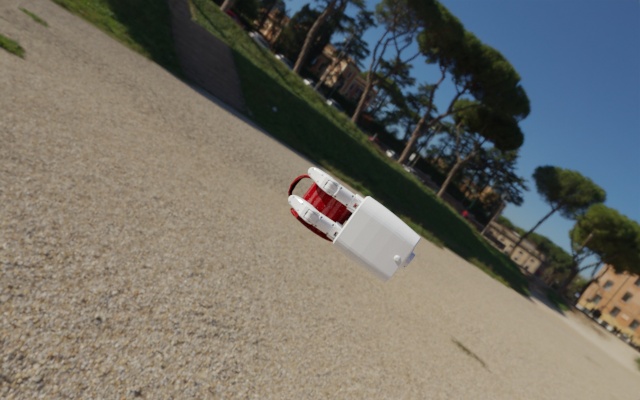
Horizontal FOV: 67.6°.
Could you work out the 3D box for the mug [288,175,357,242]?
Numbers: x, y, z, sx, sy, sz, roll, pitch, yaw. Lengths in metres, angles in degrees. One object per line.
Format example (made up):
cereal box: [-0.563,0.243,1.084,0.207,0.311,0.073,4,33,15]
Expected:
mug: [-0.001,0.002,0.804,0.117,0.081,0.093,37,7,9]
